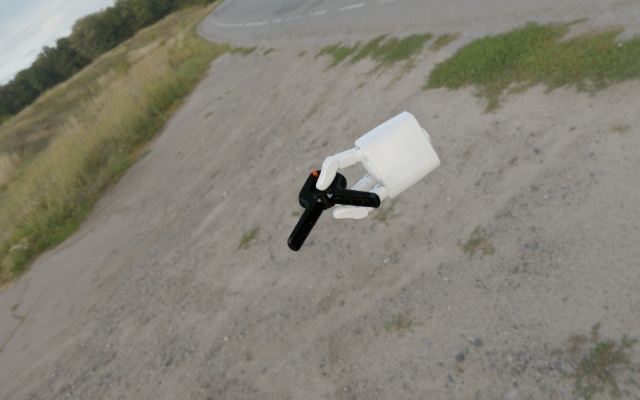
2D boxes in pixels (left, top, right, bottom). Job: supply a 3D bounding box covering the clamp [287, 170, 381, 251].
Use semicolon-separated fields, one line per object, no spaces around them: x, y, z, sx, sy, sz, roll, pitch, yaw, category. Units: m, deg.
0.000;0.002;0.834;0.164;0.036;0.210;-31;27;-1;clamp
